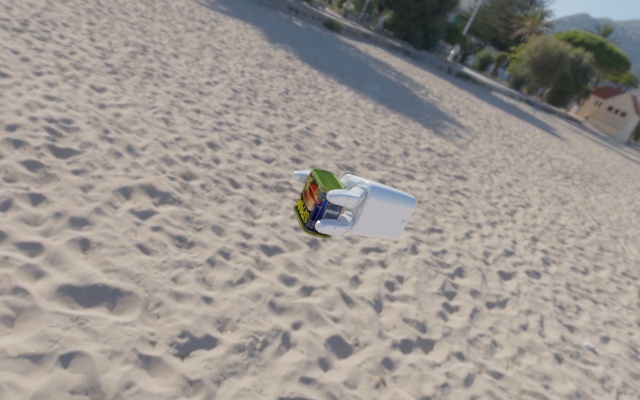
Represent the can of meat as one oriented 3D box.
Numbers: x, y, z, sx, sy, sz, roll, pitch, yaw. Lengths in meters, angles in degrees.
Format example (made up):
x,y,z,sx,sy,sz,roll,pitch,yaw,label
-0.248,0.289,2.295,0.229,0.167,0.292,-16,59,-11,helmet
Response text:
x,y,z,sx,sy,sz,roll,pitch,yaw,label
0.000,0.002,0.820,0.057,0.084,0.102,15,23,-24,can of meat
